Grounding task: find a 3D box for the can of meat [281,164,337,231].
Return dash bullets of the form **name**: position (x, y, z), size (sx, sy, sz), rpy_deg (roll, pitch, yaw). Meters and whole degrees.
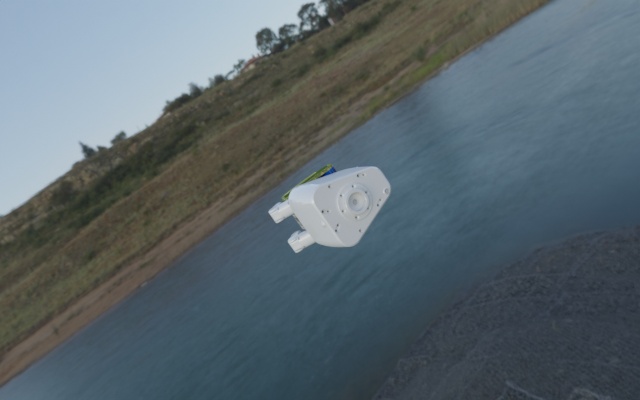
- **can of meat**: position (0.000, 0.002, 0.762), size (0.102, 0.084, 0.057), rpy_deg (-37, 10, -13)
